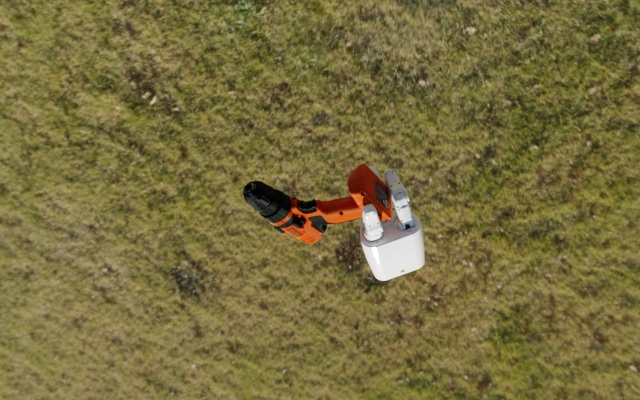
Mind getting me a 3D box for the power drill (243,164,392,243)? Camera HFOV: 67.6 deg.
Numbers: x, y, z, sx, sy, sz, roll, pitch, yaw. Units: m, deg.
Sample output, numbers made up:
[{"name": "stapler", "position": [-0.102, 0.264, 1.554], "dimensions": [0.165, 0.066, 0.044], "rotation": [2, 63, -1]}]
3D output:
[{"name": "power drill", "position": [0.001, 0.002, 0.731], "dimensions": [0.187, 0.057, 0.184], "rotation": [-14, -30, 28]}]
